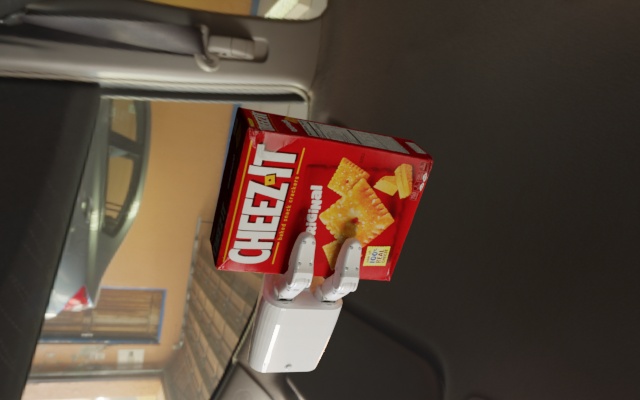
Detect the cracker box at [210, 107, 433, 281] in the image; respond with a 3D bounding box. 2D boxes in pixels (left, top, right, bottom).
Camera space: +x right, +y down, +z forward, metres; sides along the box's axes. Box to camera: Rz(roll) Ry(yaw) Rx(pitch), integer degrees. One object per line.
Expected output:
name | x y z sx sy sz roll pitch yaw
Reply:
cracker box | 0.000 0.002 0.533 0.214 0.164 0.072 7 24 -23
